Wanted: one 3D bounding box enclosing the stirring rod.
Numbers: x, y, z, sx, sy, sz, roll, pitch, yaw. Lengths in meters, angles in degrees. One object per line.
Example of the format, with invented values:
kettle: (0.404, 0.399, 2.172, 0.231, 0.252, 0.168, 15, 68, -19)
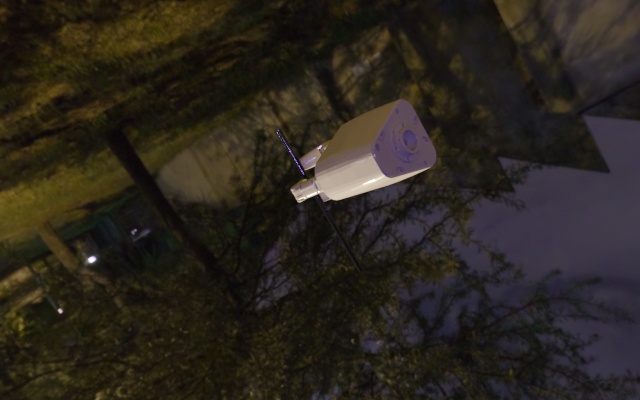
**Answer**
stirring rod: (0.000, 0.002, 0.696, 0.011, 0.239, 0.011, -30, 10, 5)
